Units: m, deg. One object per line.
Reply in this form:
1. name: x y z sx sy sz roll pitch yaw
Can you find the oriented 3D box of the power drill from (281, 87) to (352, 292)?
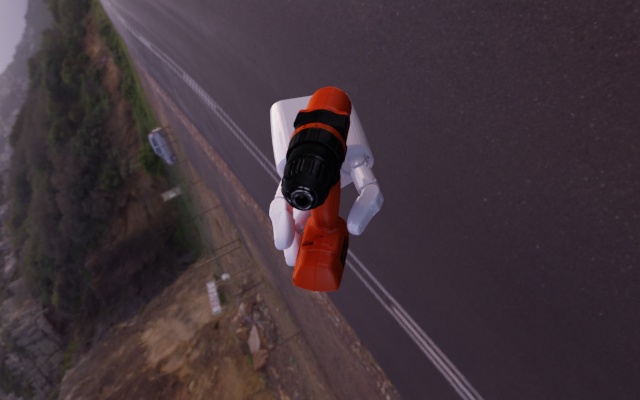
1. power drill: 0.000 0.002 0.482 0.057 0.188 0.184 7 37 8
